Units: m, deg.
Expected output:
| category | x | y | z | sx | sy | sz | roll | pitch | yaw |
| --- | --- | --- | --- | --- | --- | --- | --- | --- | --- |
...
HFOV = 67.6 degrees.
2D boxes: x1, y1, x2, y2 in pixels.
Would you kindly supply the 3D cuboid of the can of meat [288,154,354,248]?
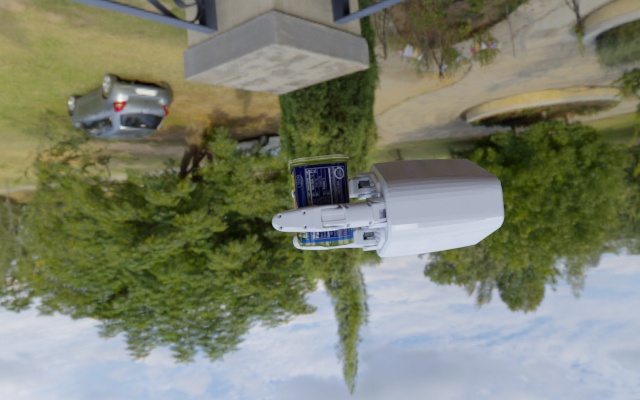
| category | x | y | z | sx | sy | sz | roll | pitch | yaw |
| --- | --- | --- | --- | --- | --- | --- | --- | --- | --- |
| can of meat | 0.000 | 0.002 | 0.479 | 0.057 | 0.084 | 0.102 | -6 | 0 | -5 |
